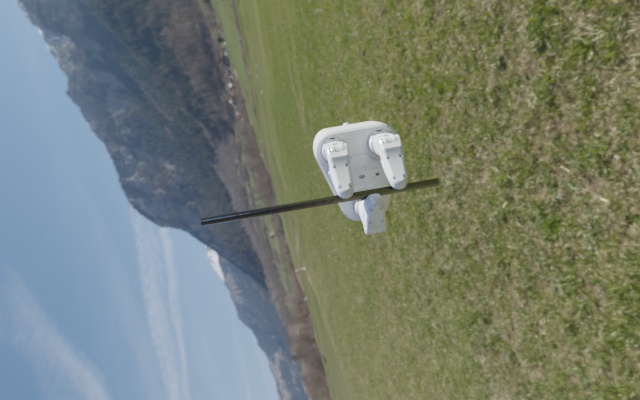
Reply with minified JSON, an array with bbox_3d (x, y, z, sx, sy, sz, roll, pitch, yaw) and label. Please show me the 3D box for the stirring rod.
[{"bbox_3d":[0.000,0.002,0.479,0.239,0.011,0.011,-10,0,-1],"label":"stirring rod"}]
